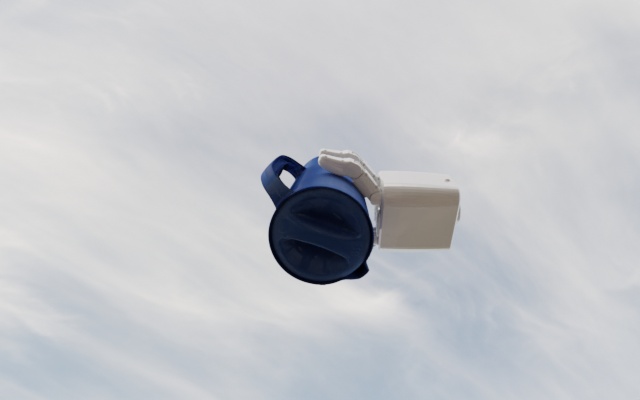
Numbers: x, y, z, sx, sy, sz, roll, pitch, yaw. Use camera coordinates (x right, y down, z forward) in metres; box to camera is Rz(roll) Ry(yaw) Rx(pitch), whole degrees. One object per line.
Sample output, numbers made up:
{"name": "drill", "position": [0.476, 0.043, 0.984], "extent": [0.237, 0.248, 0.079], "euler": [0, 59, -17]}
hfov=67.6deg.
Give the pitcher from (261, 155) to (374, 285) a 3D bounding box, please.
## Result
{"name": "pitcher", "position": [0.000, 0.002, 0.700], "extent": [0.145, 0.149, 0.242], "euler": [1, 19, 3]}
